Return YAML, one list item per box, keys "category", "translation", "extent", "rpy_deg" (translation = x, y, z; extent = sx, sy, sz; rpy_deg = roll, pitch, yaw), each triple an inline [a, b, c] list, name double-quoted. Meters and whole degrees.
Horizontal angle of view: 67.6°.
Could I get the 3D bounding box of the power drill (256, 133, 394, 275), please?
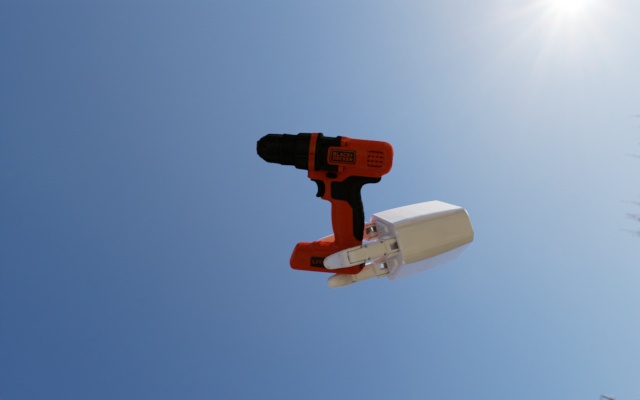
- category: "power drill"
  translation: [0.000, 0.003, 0.653]
  extent: [0.184, 0.188, 0.057]
  rpy_deg: [6, 13, 6]
